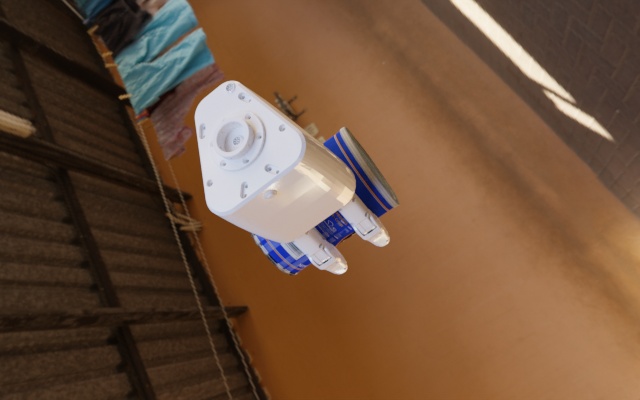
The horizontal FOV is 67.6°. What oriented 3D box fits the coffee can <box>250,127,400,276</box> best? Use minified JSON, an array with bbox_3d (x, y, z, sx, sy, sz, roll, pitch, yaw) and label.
[{"bbox_3d":[0.000,0.002,0.525,0.140,0.103,0.103,-35,-8,11],"label":"coffee can"}]
